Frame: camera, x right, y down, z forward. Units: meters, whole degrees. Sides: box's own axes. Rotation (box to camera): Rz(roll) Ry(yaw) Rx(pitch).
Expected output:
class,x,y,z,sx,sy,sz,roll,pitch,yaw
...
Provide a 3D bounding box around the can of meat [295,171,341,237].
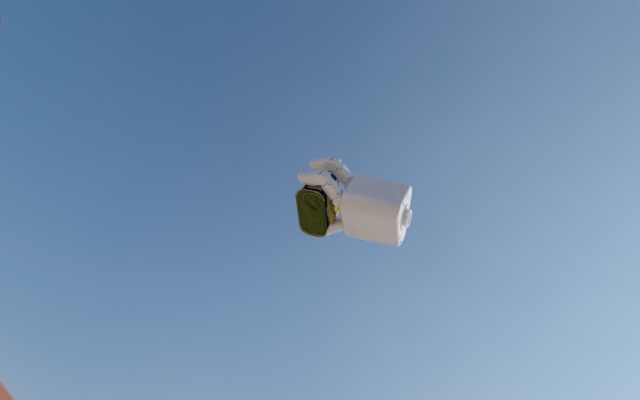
class,x,y,z,sx,sy,sz,roll,pitch,yaw
can of meat,0.000,0.003,0.897,0.057,0.102,0.084,10,37,23
